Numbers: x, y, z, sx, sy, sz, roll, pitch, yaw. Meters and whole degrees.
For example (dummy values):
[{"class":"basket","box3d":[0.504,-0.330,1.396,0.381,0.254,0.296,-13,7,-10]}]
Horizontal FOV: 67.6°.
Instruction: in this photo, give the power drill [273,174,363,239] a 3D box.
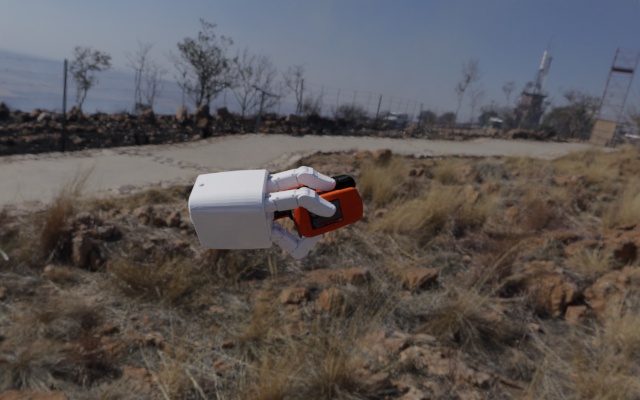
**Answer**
[{"class":"power drill","box3d":[0.000,0.003,0.789,0.184,0.057,0.187,-19,12,-15]}]
